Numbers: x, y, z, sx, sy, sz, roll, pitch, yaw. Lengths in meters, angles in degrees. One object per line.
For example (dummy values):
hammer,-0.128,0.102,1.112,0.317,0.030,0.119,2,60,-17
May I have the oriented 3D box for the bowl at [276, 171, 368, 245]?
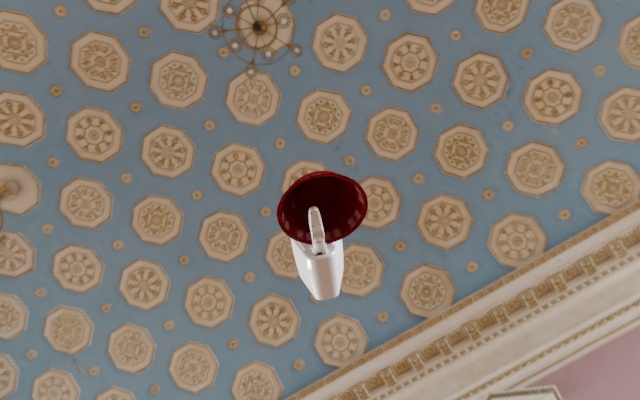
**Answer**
bowl,0.000,0.001,0.851,0.162,0.162,0.055,0,39,-11
